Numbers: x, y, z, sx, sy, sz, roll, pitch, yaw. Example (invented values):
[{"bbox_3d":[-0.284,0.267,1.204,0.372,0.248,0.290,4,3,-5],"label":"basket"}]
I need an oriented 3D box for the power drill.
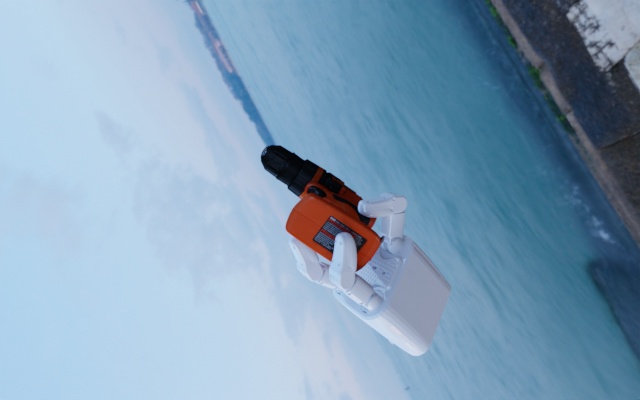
[{"bbox_3d":[0.000,0.002,0.595,0.184,0.057,0.187,32,15,-10],"label":"power drill"}]
